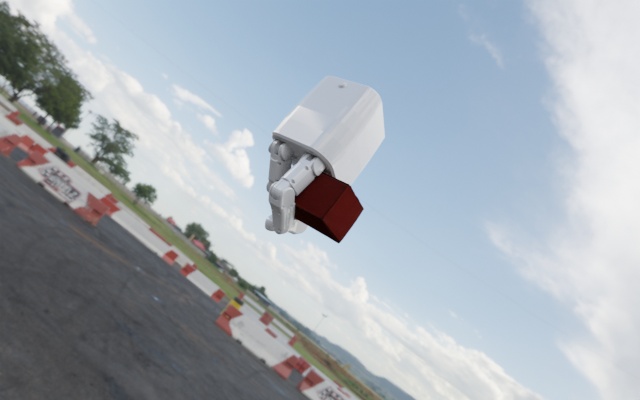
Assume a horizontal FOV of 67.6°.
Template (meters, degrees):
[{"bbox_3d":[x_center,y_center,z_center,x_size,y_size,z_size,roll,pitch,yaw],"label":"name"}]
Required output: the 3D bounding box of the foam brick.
[{"bbox_3d":[0.000,0.002,0.543,0.078,0.051,0.053,28,-19,38],"label":"foam brick"}]
